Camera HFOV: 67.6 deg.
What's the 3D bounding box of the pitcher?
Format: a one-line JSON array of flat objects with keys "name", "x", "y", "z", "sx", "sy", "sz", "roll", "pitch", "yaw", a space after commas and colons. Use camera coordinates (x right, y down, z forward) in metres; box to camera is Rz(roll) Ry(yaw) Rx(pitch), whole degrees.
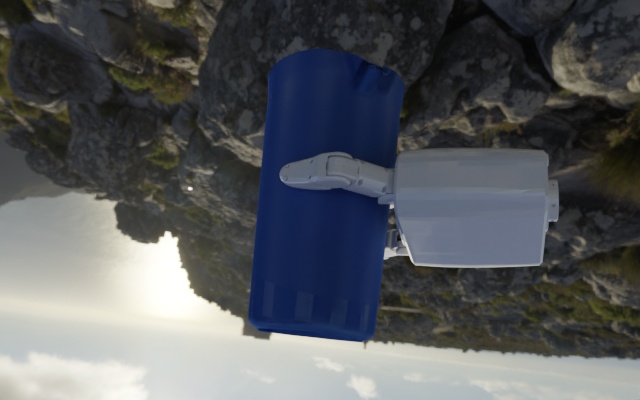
[{"name": "pitcher", "x": 0.000, "y": 0.001, "z": 0.445, "sx": 0.145, "sy": 0.242, "sz": 0.149, "roll": 0, "pitch": -18, "yaw": 22}]
